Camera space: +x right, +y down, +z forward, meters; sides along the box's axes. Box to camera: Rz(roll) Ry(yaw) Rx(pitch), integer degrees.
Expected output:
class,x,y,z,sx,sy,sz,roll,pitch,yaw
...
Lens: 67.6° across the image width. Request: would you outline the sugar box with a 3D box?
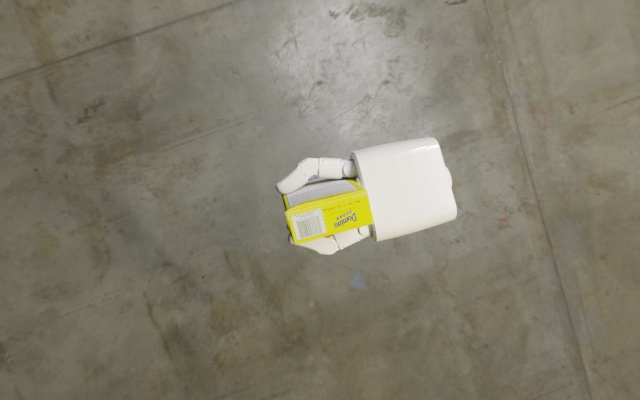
class,x,y,z,sx,sy,sz,roll,pitch,yaw
sugar box,0.000,0.002,0.596,0.093,0.048,0.176,-14,10,-3
